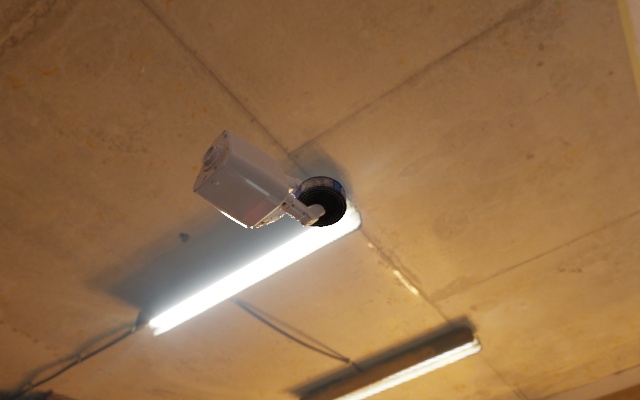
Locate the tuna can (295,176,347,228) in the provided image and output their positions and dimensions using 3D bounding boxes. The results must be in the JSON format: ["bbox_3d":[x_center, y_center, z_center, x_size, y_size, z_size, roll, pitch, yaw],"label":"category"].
[{"bbox_3d":[0.000,0.002,0.784,0.086,0.086,0.033,0,39,-1],"label":"tuna can"}]
